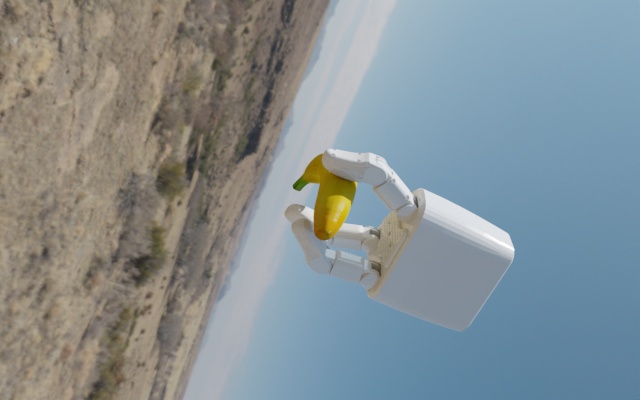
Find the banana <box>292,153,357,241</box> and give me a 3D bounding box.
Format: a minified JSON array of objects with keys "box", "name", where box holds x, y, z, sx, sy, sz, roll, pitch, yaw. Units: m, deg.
[{"box":[0.009,-0.015,0.488,0.037,0.069,0.197,28,8,-13],"name":"banana"}]
